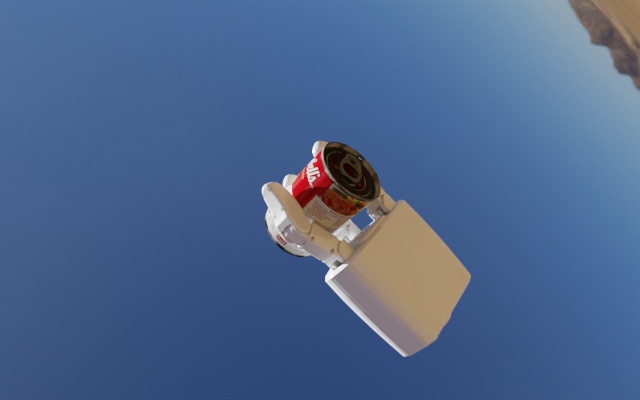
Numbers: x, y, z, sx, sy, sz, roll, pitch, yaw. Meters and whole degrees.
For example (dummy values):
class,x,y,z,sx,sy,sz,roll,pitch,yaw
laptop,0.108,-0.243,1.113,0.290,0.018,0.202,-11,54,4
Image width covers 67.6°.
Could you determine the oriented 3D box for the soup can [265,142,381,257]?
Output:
class,x,y,z,sx,sy,sz,roll,pitch,yaw
soup can,0.000,0.001,0.464,0.068,0.068,0.102,0,-35,-46
